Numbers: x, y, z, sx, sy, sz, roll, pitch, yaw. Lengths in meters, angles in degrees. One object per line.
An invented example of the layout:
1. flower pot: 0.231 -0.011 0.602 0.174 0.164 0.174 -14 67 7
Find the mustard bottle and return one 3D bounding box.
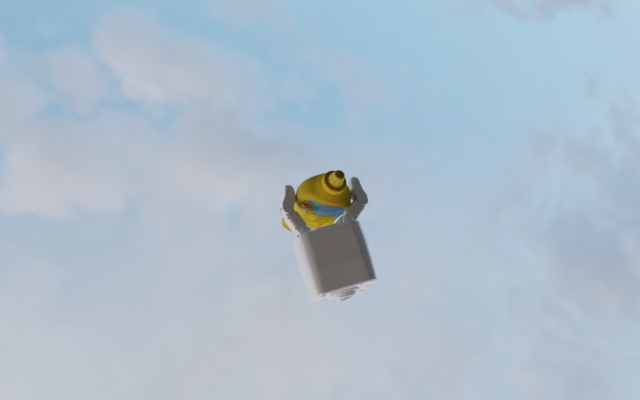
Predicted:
1. mustard bottle: 0.000 0.003 0.841 0.096 0.058 0.192 14 -31 -14
